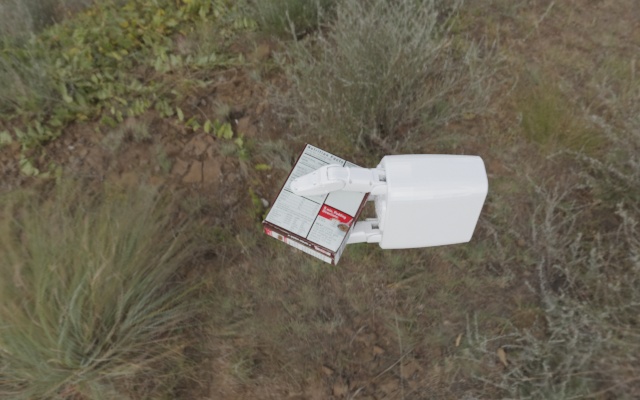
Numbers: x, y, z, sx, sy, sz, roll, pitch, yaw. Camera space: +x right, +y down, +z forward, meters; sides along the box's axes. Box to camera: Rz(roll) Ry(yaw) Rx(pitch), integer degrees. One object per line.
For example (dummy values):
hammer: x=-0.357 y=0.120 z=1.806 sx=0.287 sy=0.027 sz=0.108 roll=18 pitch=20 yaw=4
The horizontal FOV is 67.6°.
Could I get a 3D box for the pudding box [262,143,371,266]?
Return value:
pudding box: x=0.000 y=0.002 z=0.532 sx=0.090 sy=0.113 sz=0.039 roll=24 pitch=-24 yaw=9
